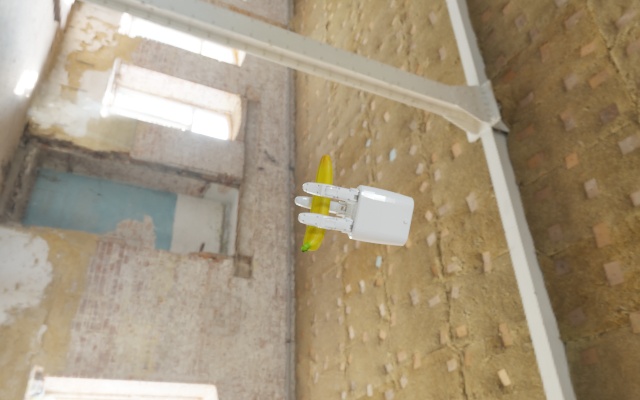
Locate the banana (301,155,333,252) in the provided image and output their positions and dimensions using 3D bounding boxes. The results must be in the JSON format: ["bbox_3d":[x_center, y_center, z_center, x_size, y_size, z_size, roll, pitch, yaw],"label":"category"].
[{"bbox_3d":[-0.001,0.013,0.896,0.037,0.197,0.070,10,-23,2],"label":"banana"}]
